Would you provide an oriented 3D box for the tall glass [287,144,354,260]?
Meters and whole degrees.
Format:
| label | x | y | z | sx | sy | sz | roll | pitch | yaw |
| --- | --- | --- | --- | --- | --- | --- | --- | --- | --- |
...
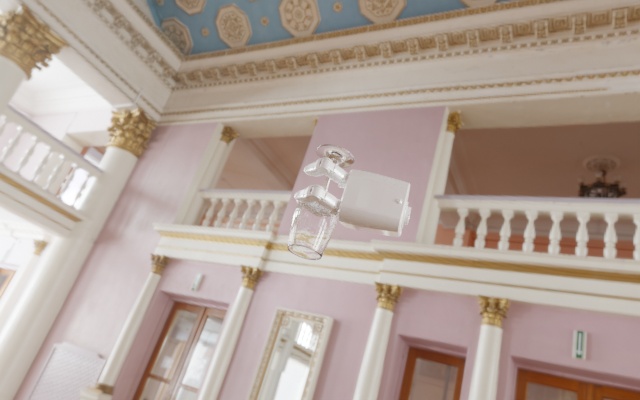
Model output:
| label | x | y | z | sx | sy | sz | roll | pitch | yaw |
| --- | --- | --- | --- | --- | --- | --- | --- | --- | --- |
| tall glass | 0.000 | 0.002 | 0.853 | 0.079 | 0.201 | 0.079 | 15 | -24 | 7 |
